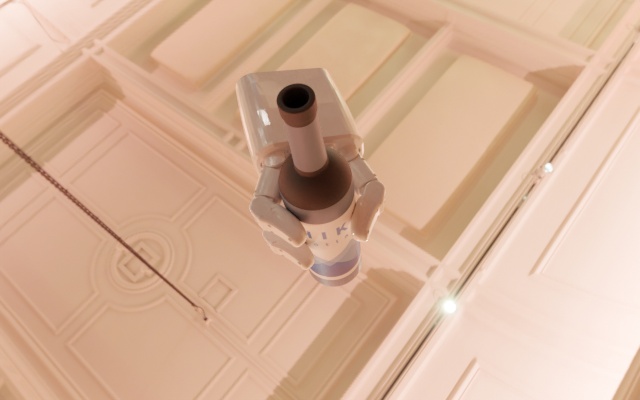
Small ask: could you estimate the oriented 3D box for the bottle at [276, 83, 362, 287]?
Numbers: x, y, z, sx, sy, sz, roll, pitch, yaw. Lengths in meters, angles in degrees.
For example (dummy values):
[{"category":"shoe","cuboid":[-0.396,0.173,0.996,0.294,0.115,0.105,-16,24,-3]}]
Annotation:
[{"category":"bottle","cuboid":[0.000,0.002,0.454,0.069,0.069,0.296,0,-29,8]}]
